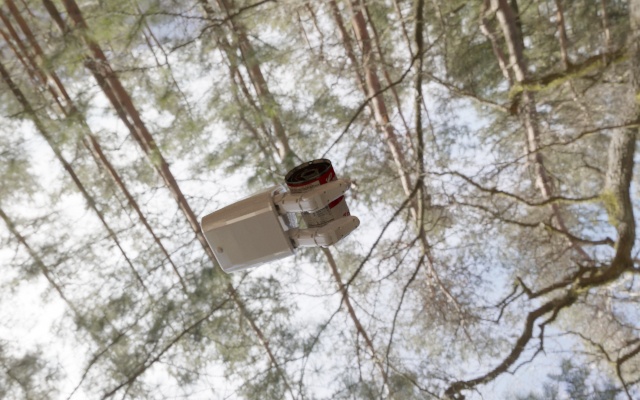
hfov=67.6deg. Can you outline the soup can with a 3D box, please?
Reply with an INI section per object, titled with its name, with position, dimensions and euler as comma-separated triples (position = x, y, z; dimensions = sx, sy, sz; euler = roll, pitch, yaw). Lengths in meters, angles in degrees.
[soup can]
position = 0.001, 0.002, 0.661
dimensions = 0.068, 0.102, 0.068
euler = -18, 23, 8
